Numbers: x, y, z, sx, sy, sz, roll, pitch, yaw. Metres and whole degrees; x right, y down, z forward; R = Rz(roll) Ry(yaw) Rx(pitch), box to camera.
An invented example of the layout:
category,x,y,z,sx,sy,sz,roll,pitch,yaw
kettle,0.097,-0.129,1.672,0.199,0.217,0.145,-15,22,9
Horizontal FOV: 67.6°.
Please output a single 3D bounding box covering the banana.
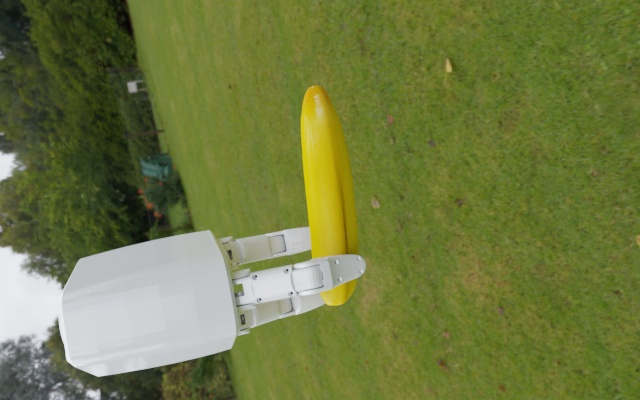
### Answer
category,x,y,z,sx,sy,sz,roll,pitch,yaw
banana,0.006,0.010,0.386,0.037,0.198,0.069,-10,21,-14
